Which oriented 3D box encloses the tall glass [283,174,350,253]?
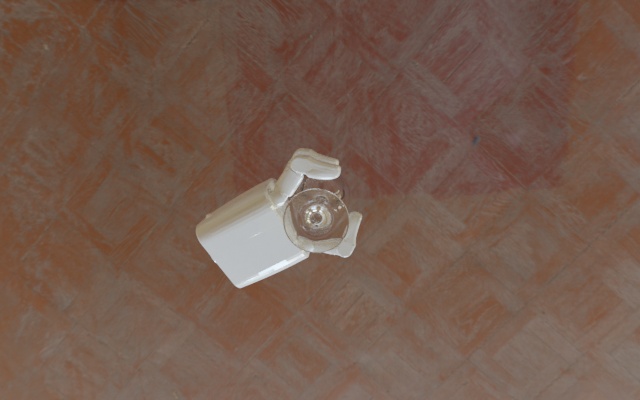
[{"bbox_3d":[0.000,0.002,0.625,0.079,0.079,0.201,0,13,3],"label":"tall glass"}]
